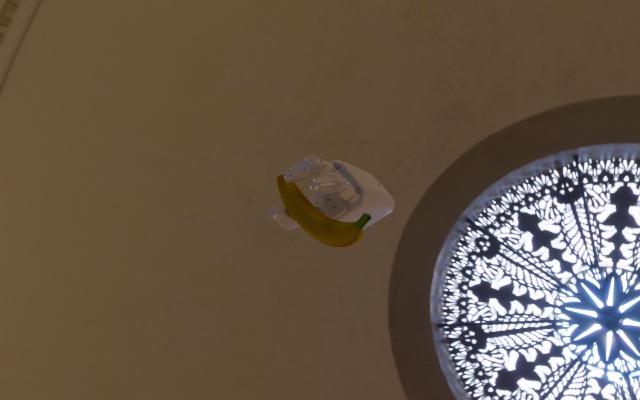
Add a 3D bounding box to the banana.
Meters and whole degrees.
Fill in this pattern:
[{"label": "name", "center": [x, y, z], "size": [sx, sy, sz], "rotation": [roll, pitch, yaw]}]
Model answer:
[{"label": "banana", "center": [-0.003, 0.021, 0.692], "size": [0.037, 0.069, 0.197], "rotation": [5, 14, -46]}]
